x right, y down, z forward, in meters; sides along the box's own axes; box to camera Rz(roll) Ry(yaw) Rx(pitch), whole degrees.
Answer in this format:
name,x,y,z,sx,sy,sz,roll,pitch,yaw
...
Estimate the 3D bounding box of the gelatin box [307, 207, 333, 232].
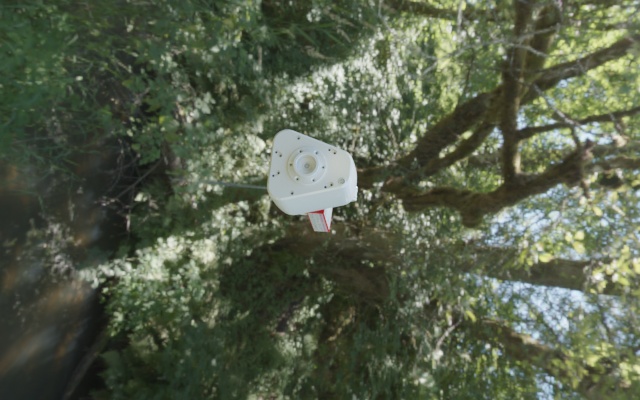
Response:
name,x,y,z,sx,sy,sz,roll,pitch,yaw
gelatin box,0.001,0.003,0.779,0.030,0.073,0.089,3,-23,10
